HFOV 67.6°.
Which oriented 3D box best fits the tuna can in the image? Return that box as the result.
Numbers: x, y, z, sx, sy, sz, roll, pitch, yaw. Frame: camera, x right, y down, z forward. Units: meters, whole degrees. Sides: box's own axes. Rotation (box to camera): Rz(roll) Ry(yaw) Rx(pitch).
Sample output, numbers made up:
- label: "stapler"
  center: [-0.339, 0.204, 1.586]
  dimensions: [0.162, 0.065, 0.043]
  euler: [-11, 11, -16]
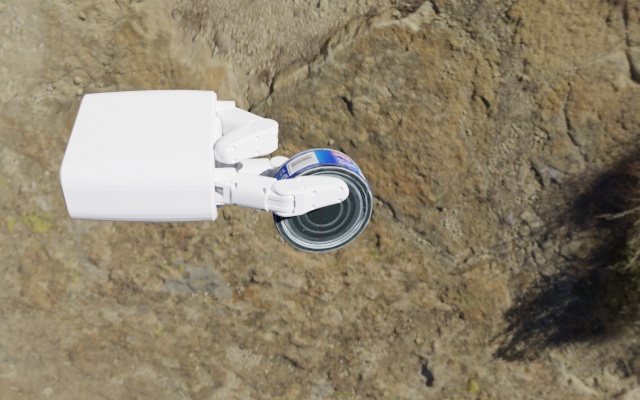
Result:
- label: "tuna can"
  center: [0.000, 0.002, 0.405]
  dimensions: [0.086, 0.086, 0.033]
  euler: [0, 29, -13]
